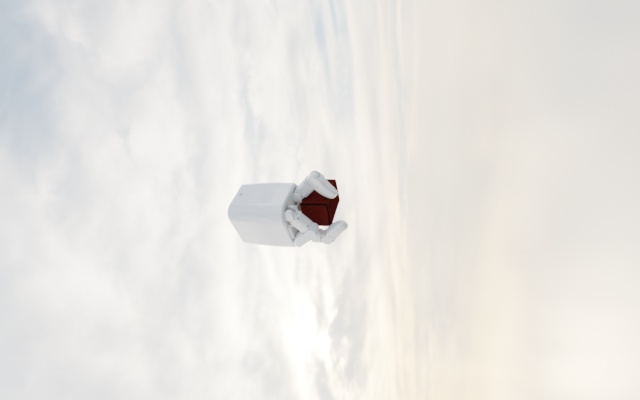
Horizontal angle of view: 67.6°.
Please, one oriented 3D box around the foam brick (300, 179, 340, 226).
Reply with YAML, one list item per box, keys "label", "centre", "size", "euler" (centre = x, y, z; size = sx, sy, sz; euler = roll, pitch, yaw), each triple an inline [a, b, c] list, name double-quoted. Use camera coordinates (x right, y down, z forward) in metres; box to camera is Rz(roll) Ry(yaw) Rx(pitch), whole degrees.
- label: "foam brick"
  centre: [0.000, 0.003, 0.877]
  size: [0.051, 0.053, 0.078]
  euler: [1, 37, 16]
